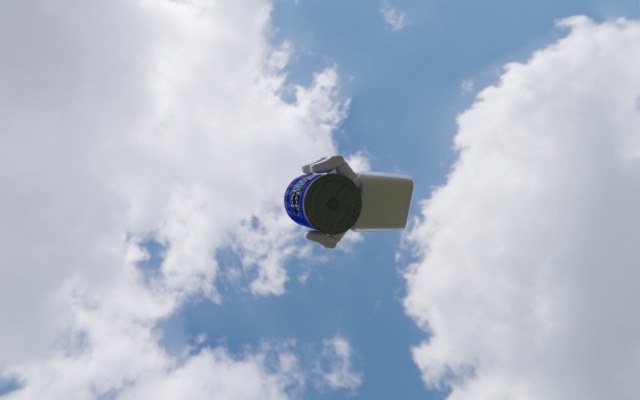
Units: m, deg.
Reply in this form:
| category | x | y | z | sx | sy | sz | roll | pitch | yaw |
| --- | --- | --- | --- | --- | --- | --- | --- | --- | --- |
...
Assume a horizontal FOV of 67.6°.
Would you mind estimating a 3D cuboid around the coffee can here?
| category | x | y | z | sx | sy | sz | roll | pitch | yaw |
| --- | --- | --- | --- | --- | --- | --- | --- | --- | --- |
| coffee can | 0.000 | 0.003 | 0.855 | 0.103 | 0.103 | 0.140 | 0 | 3 | -18 |
